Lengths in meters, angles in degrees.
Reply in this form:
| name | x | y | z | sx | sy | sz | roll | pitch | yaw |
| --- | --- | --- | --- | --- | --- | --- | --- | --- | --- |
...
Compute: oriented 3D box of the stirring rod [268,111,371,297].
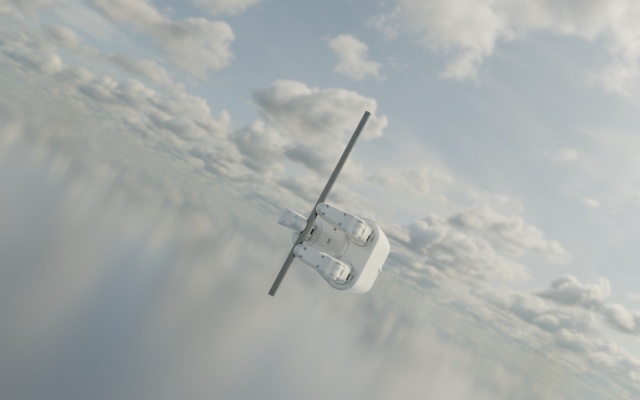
| name | x | y | z | sx | sy | sz | roll | pitch | yaw |
| --- | --- | --- | --- | --- | --- | --- | --- | --- | --- |
| stirring rod | 0.000 | 0.002 | 0.553 | 0.011 | 0.239 | 0.011 | 28 | -5 | 3 |
